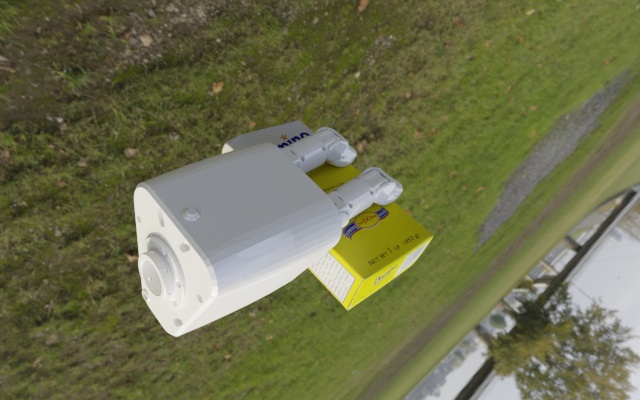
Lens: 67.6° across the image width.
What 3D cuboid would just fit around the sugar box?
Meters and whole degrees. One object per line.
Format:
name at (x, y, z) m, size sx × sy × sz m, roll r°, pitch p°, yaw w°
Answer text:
sugar box at (0.000, 0.001, 0.413) m, size 0.093 × 0.048 × 0.176 m, roll -24°, pitch 59°, yaw -41°
